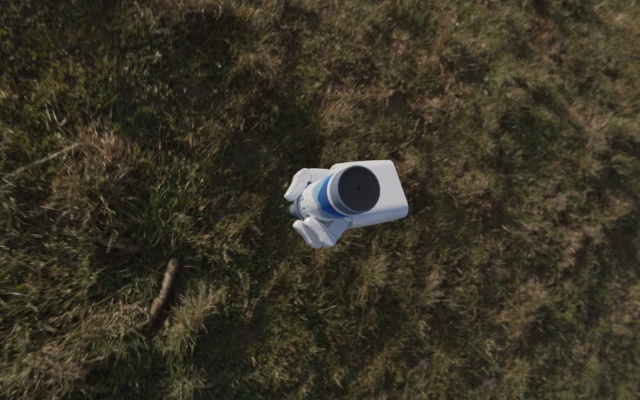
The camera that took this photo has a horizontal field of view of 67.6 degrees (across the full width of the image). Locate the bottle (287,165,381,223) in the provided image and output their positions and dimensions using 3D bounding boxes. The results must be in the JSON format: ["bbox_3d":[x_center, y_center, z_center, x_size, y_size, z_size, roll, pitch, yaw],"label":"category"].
[{"bbox_3d":[0.000,0.003,0.780,0.069,0.069,0.296,0,-7,-21],"label":"bottle"}]
